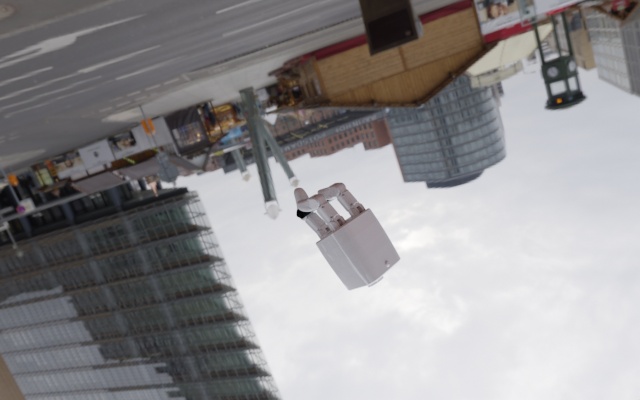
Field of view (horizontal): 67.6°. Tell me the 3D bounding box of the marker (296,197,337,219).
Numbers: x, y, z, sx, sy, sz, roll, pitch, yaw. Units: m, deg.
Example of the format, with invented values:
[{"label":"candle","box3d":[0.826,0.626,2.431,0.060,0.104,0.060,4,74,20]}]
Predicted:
[{"label":"marker","box3d":[0.000,0.003,0.868,0.020,0.020,0.121,0,22,45]}]
